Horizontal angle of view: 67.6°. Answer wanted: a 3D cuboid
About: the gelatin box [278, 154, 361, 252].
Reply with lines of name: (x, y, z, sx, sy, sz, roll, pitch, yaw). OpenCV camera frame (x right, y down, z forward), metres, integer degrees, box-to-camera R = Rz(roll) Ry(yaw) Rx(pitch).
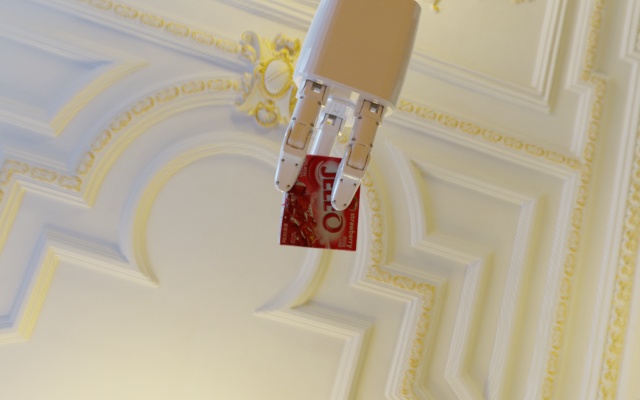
gelatin box: (0.000, 0.002, 0.458, 0.073, 0.089, 0.030, 5, -3, -7)
